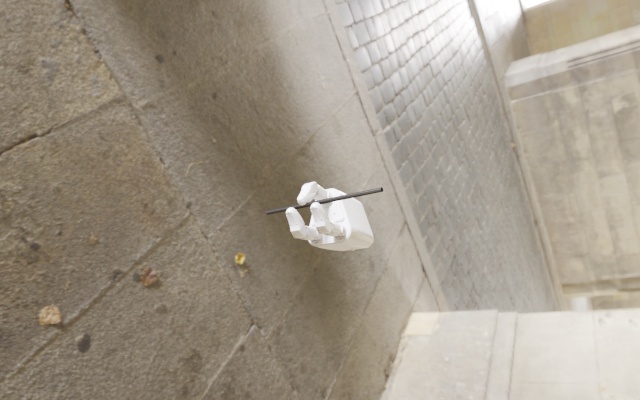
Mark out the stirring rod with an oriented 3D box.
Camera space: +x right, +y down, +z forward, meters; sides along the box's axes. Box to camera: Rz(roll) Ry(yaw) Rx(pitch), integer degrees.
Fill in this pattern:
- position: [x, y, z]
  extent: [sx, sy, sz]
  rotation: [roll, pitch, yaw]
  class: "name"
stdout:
- position: [0.000, 0.003, 0.843]
  extent: [0.239, 0.011, 0.011]
  rotation: [-12, -6, 31]
  class: "stirring rod"
